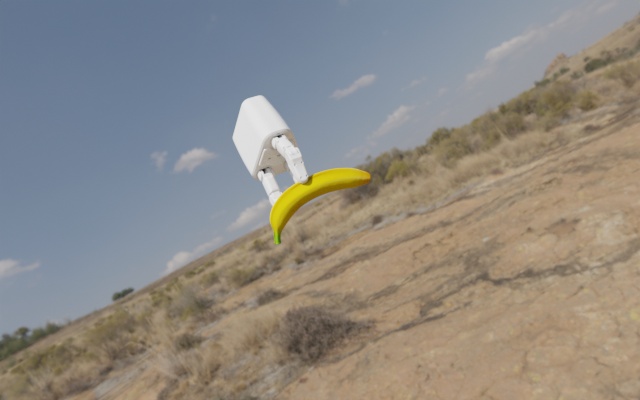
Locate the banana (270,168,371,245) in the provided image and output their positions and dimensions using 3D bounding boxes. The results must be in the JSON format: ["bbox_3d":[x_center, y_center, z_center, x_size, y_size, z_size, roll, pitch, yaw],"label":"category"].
[{"bbox_3d":[-0.012,-0.009,0.795,0.198,0.070,0.037,-34,30,0],"label":"banana"}]
